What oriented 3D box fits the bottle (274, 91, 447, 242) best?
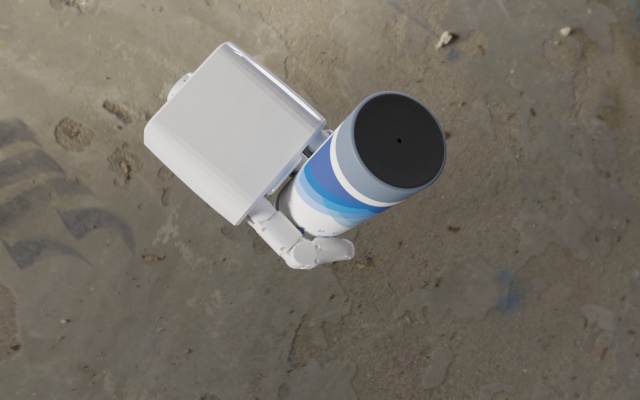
[{"bbox_3d":[0.000,0.001,0.423,0.069,0.069,0.296,0,-15,-20],"label":"bottle"}]
